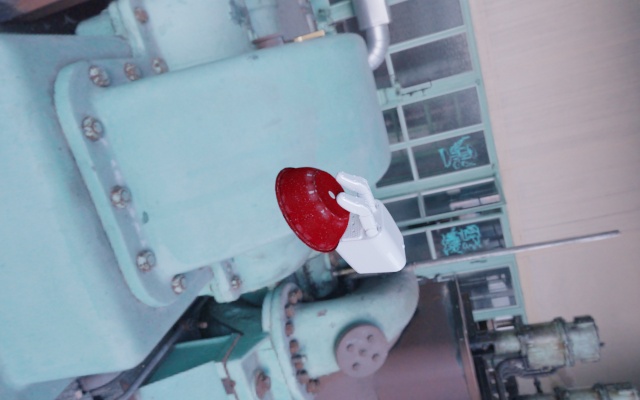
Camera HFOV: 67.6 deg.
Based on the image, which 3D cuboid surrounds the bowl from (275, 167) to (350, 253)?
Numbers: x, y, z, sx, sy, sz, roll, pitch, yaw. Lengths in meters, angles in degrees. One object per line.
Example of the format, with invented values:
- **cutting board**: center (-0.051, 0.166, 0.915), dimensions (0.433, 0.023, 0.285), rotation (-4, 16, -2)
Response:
- **bowl**: center (0.000, 0.002, 0.786), dimensions (0.055, 0.162, 0.162), rotation (-32, -17, 29)
